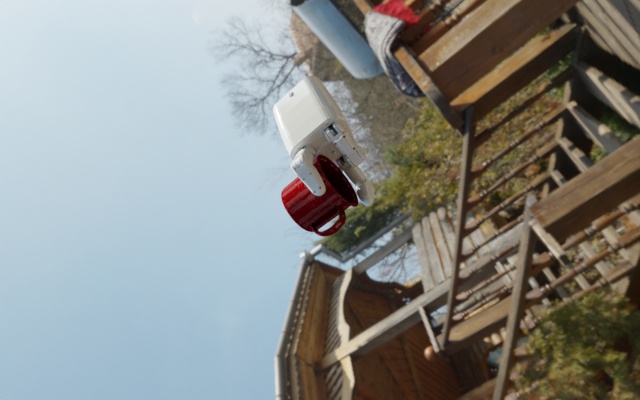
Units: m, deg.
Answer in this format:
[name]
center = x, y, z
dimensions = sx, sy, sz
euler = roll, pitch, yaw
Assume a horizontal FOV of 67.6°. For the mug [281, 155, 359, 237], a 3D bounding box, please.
[mug]
center = 0.000, 0.004, 0.700
dimensions = 0.081, 0.117, 0.093
euler = -37, -37, 19
